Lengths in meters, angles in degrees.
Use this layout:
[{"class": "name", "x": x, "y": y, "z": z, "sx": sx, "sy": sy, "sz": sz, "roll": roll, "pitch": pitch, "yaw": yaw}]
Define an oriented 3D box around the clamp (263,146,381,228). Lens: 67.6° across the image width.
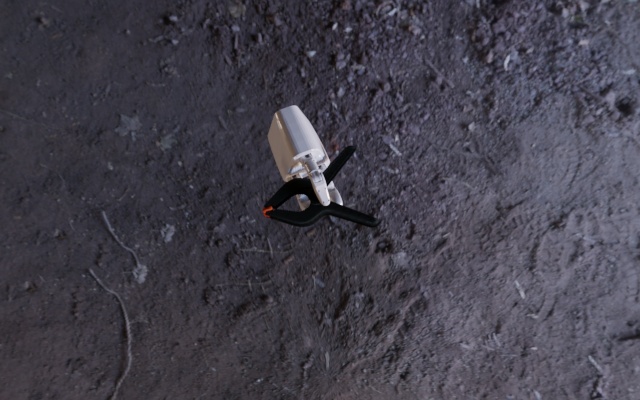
[{"class": "clamp", "x": 0.000, "y": 0.003, "z": 0.880, "sx": 0.210, "sy": 0.164, "sz": 0.036, "roll": -22, "pitch": -17, "yaw": -7}]
